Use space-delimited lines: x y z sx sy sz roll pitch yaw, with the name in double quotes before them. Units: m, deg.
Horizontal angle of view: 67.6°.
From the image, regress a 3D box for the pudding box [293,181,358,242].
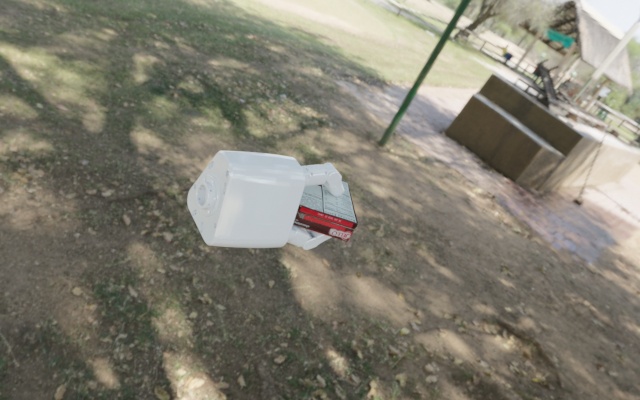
"pudding box" 0.000 0.002 0.677 0.090 0.039 0.113 20 31 -17
